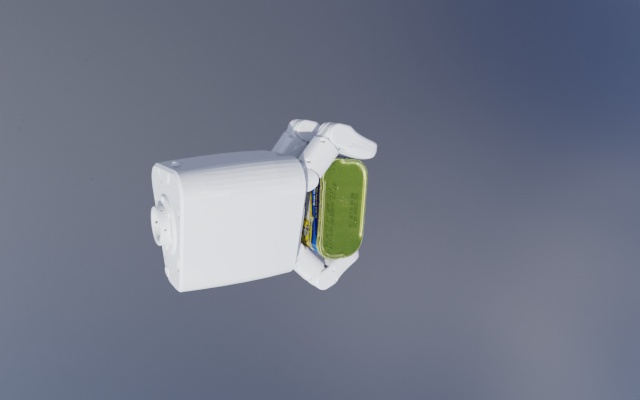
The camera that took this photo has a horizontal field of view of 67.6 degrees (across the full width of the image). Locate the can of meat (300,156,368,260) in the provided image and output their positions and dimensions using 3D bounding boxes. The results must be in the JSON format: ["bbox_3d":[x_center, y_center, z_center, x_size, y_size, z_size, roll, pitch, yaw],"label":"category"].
[{"bbox_3d":[0.000,0.002,0.479,0.057,0.102,0.084,-3,12,-32],"label":"can of meat"}]
